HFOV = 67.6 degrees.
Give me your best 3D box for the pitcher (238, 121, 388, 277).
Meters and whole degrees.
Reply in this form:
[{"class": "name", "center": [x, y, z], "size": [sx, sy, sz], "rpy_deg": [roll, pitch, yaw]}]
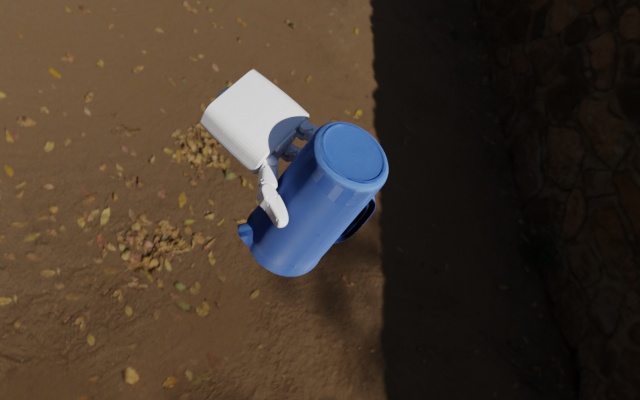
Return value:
[{"class": "pitcher", "center": [0.000, 0.002, 0.683], "size": [0.149, 0.145, 0.243], "rpy_deg": [-46, -3, -41]}]
